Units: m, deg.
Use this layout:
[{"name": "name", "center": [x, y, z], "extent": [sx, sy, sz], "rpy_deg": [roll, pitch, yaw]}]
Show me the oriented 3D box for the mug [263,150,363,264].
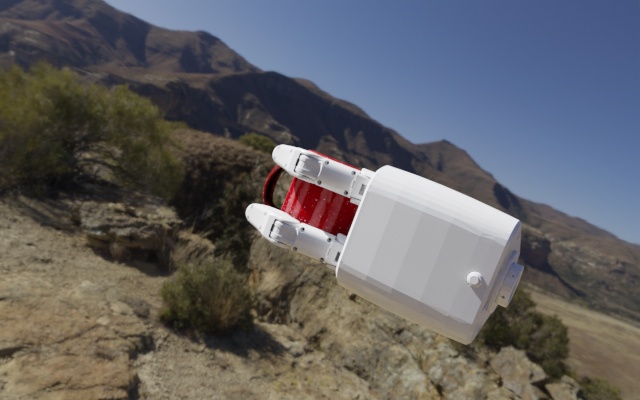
[{"name": "mug", "center": [-0.001, 0.001, 0.433], "extent": [0.117, 0.081, 0.093], "rpy_deg": [24, 6, 26]}]
